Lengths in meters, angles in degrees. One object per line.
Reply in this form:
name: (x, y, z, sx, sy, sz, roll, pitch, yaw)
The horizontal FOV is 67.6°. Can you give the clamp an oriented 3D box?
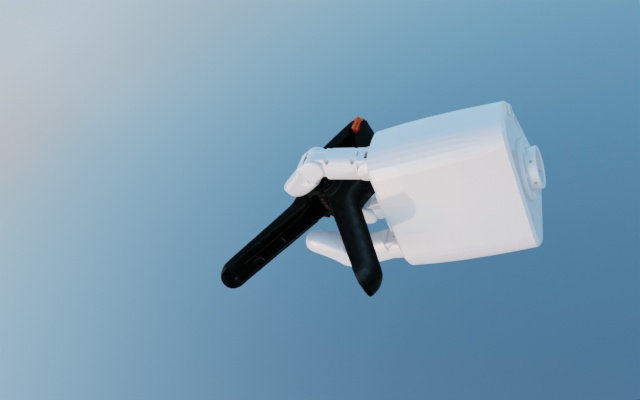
clamp: (0.000, 0.000, 0.447, 0.164, 0.209, 0.036, -10, -48, 32)
